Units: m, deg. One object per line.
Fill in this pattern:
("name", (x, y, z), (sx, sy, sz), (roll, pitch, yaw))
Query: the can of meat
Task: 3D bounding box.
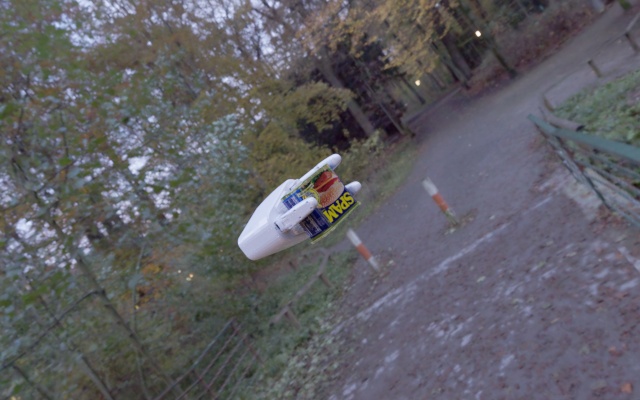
("can of meat", (0.000, 0.002, 0.730), (0.102, 0.084, 0.057), (-40, 3, -42))
